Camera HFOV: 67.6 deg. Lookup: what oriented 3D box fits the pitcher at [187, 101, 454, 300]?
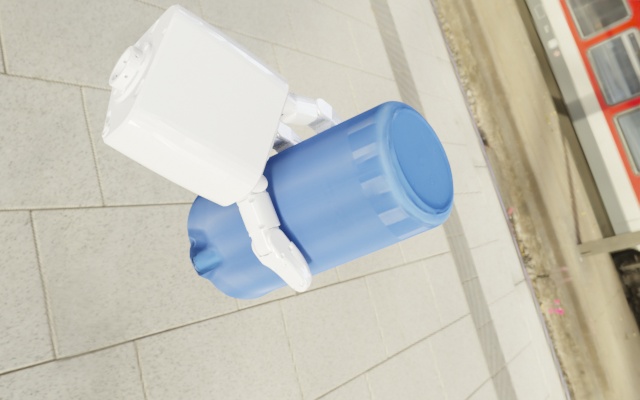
[{"bbox_3d":[0.000,0.001,0.458,0.243,0.149,0.145,-23,-42,38],"label":"pitcher"}]
